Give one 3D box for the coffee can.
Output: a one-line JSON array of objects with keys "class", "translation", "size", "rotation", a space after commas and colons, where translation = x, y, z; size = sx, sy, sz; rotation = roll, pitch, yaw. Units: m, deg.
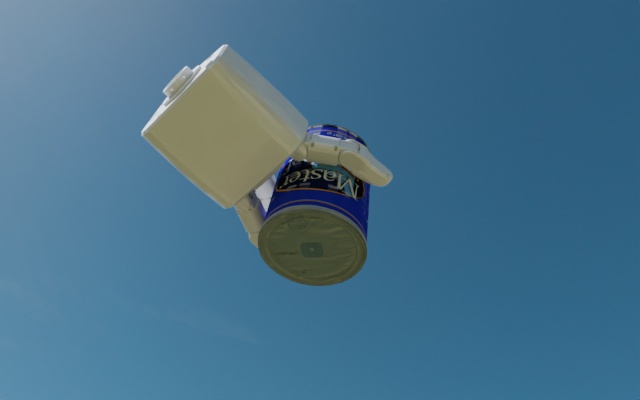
[{"class": "coffee can", "translation": [0.000, 0.002, 0.494], "size": [0.103, 0.103, 0.140], "rotation": [0, 40, 9]}]
